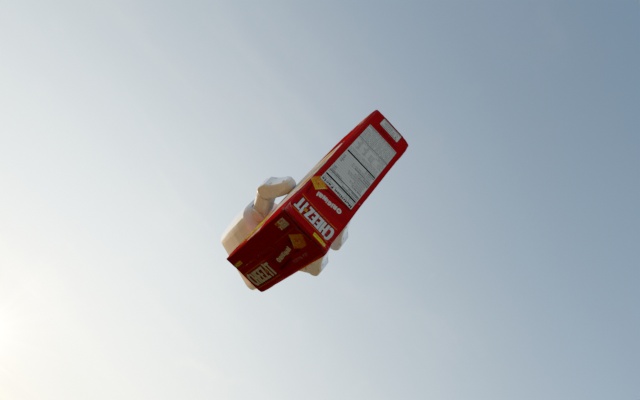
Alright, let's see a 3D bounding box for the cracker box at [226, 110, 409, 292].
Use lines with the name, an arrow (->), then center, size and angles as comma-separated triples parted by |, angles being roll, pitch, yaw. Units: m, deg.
cracker box -> 0.000, 0.002, 0.594 | 0.213, 0.072, 0.164 | -49, 6, -39
